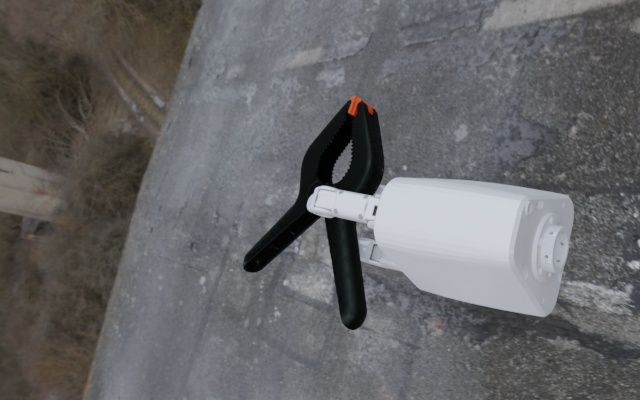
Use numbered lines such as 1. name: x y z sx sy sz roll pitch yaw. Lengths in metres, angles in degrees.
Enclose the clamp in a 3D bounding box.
1. clamp: 0.000 0.001 0.468 0.164 0.210 0.036 9 -9 42
